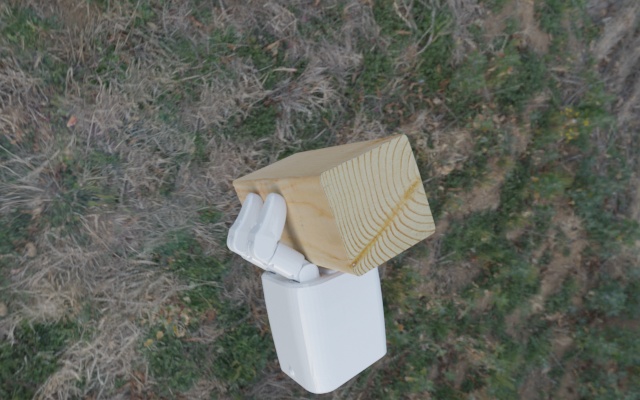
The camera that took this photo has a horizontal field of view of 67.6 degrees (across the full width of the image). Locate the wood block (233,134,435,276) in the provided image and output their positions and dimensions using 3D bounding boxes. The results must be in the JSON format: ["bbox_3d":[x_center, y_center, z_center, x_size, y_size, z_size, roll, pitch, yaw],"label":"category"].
[{"bbox_3d":[0.001,0.002,0.469,0.091,0.090,0.206,-26,13,-26],"label":"wood block"}]
